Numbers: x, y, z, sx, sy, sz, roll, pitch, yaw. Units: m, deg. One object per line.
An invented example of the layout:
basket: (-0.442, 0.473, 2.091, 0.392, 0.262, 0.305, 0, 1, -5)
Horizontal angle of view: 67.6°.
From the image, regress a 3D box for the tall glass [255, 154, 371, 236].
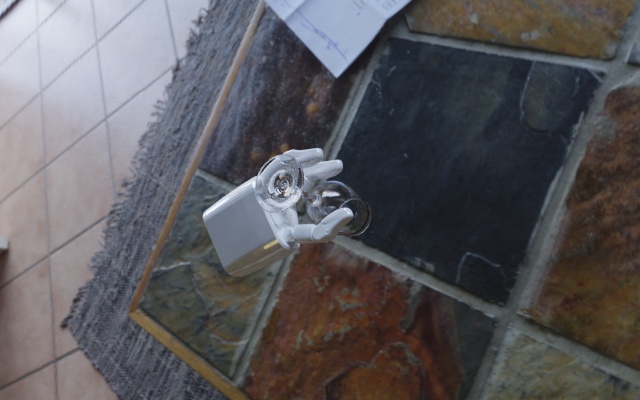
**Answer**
tall glass: (0.000, 0.002, 0.665, 0.079, 0.079, 0.201, 0, -13, 33)
